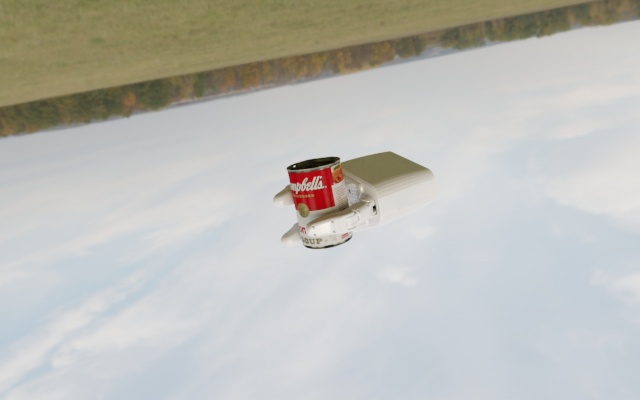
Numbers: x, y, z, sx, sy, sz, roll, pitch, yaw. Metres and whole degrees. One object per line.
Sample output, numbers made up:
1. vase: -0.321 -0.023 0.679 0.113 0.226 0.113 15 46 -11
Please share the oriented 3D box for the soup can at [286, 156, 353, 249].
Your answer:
1. soup can: 0.000 0.002 0.599 0.068 0.102 0.068 -10 15 3
